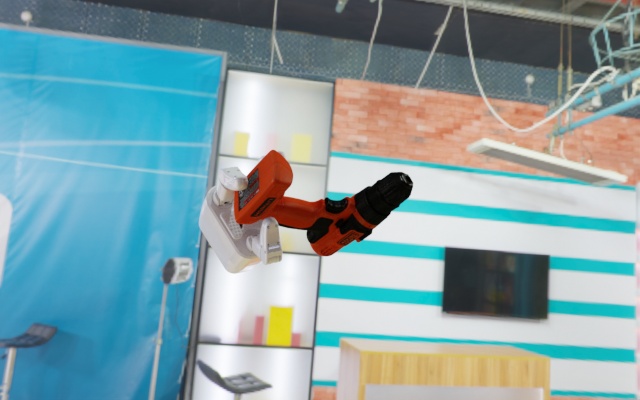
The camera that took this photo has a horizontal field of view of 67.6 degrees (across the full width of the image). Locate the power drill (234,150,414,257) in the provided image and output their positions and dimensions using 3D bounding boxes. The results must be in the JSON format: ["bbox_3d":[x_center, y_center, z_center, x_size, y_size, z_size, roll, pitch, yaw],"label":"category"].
[{"bbox_3d":[0.000,0.002,0.607,0.188,0.057,0.184,21,-46,-33],"label":"power drill"}]
